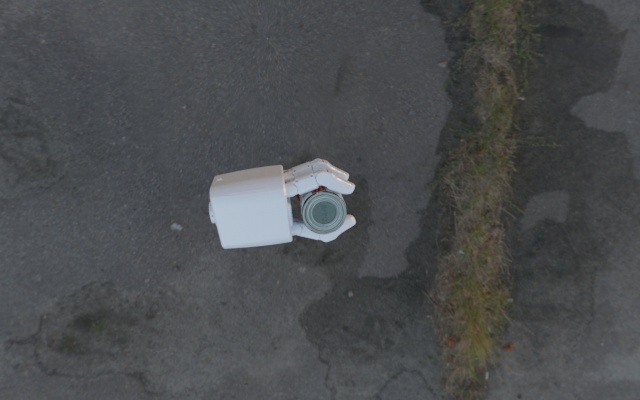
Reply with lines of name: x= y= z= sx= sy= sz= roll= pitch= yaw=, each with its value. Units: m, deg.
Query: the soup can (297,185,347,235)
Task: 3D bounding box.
soup can: x=0.001 y=0.003 z=0.729 sx=0.068 sy=0.068 sz=0.102 roll=0 pitch=19 yaw=-6
